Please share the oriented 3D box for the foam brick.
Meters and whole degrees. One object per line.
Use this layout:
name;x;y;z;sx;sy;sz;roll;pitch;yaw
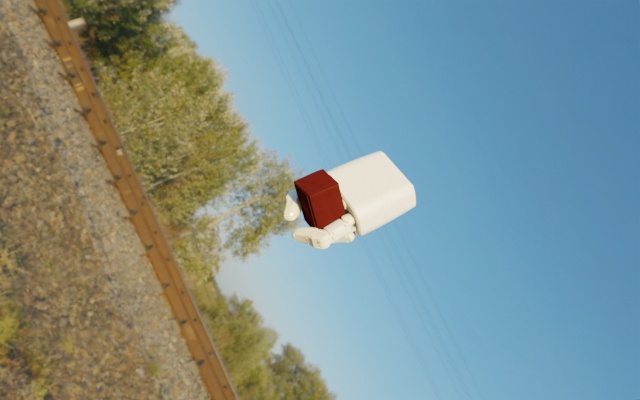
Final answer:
foam brick;0.000;0.002;0.714;0.051;0.078;0.053;-25;37;-14
